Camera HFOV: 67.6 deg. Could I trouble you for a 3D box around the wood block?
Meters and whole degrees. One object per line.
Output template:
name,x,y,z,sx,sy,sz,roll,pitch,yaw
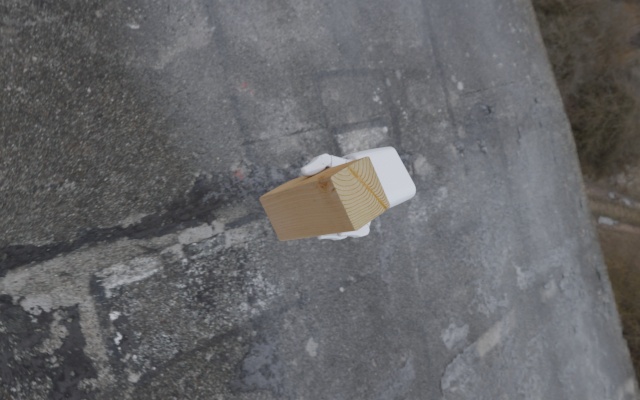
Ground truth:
wood block,0.000,0.002,0.792,0.090,0.091,0.206,-31,11,-37
